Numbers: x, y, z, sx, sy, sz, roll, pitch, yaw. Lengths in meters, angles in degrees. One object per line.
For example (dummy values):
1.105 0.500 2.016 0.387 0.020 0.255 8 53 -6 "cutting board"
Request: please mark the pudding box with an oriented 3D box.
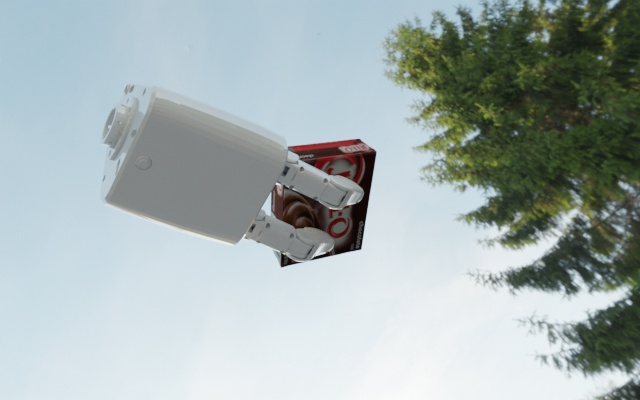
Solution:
0.000 0.001 0.451 0.090 0.114 0.039 -9 35 -24 "pudding box"
